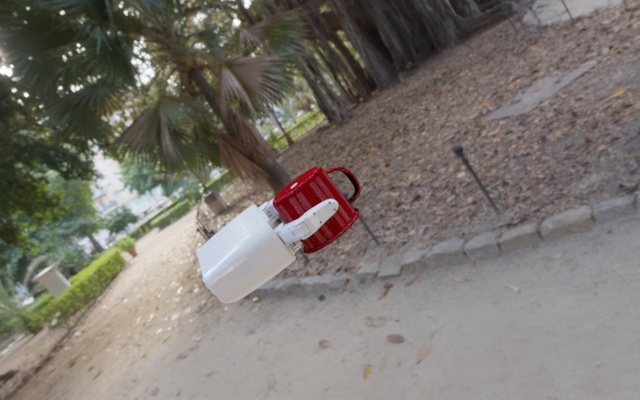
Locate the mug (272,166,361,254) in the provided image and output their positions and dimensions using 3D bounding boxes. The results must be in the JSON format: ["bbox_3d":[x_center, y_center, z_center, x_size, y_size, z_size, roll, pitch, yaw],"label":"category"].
[{"bbox_3d":[0.001,0.001,0.629,0.117,0.081,0.093,-39,11,-8],"label":"mug"}]
